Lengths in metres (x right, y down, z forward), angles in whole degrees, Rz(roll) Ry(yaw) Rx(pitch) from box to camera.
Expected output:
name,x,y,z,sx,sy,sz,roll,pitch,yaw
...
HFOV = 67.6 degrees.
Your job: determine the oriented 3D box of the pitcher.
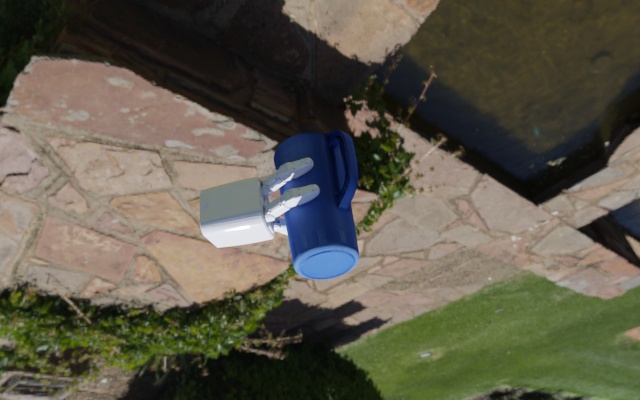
name,x,y,z,sx,sy,sz,roll,pitch,yaw
pitcher,0.000,0.003,0.824,0.145,0.242,0.149,-10,-36,-1
